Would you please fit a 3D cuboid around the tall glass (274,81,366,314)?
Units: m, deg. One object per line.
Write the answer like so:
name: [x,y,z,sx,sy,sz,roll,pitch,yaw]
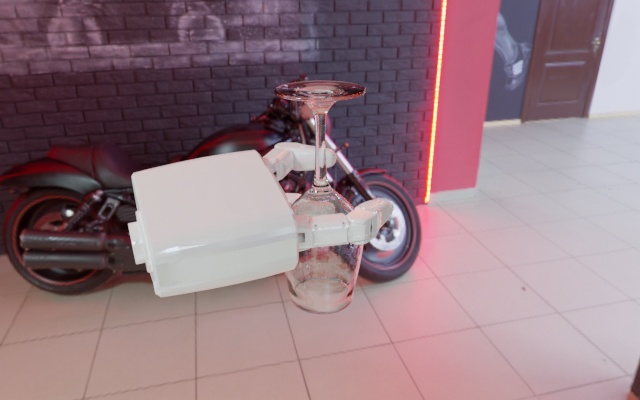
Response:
tall glass: [0.000,0.001,0.424,0.079,0.201,0.079,-1,24,0]
